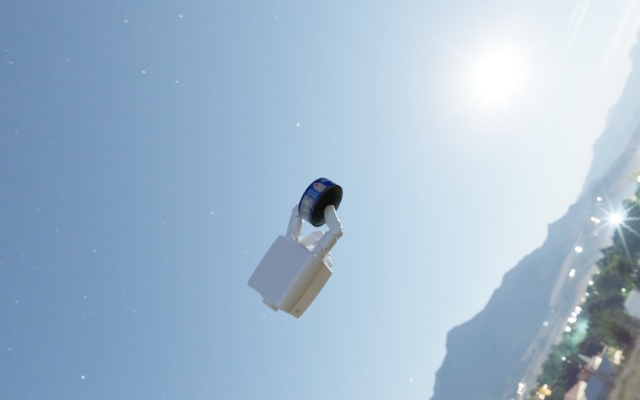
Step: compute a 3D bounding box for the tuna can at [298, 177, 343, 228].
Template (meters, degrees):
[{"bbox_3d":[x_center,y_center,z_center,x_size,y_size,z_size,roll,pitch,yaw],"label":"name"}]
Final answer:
[{"bbox_3d":[0.000,0.002,0.846,0.033,0.086,0.086,33,16,27],"label":"tuna can"}]
